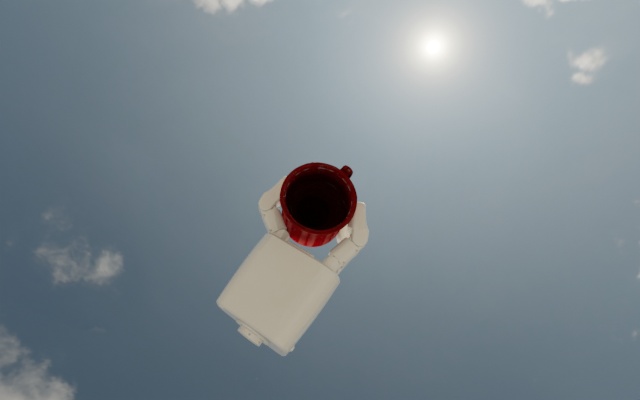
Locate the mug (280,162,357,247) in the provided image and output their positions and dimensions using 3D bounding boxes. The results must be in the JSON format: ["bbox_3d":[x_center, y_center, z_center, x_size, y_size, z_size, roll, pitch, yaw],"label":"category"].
[{"bbox_3d":[0.001,0.001,0.609,0.093,0.117,0.081,37,-21,7],"label":"mug"}]
